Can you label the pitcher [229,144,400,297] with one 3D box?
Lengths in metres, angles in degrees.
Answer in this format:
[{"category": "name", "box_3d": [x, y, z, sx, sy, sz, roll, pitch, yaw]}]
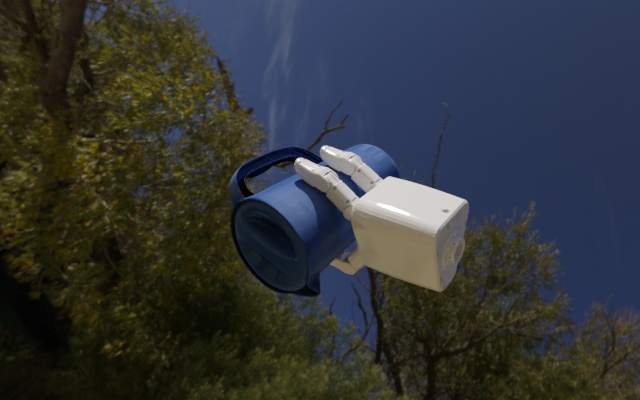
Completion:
[{"category": "pitcher", "box_3d": [0.000, 0.002, 0.656, 0.145, 0.149, 0.242, 18, 36, 35]}]
